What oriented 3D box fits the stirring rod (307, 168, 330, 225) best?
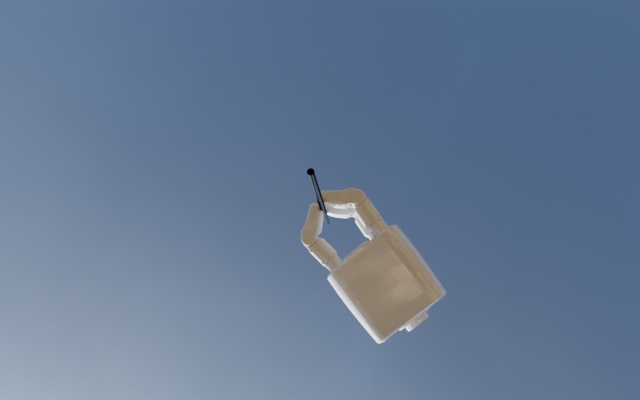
[{"bbox_3d":[0.000,0.002,0.608,0.011,0.011,0.239,0,-15,5],"label":"stirring rod"}]
